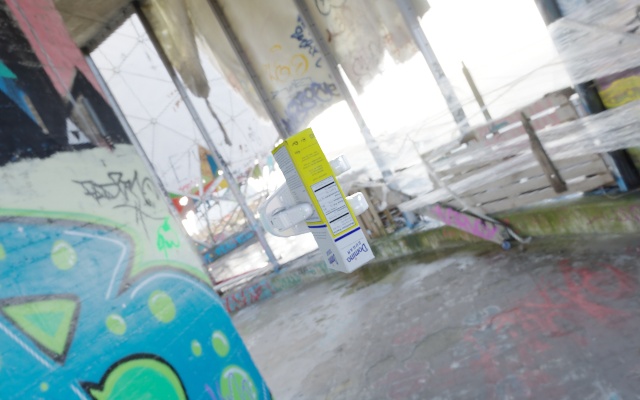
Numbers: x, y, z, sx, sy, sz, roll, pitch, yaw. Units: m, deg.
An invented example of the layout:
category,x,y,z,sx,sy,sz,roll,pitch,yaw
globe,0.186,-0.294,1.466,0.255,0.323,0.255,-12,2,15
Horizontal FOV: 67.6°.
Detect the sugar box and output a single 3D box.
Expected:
category,x,y,z,sx,sy,sz,roll,pitch,yaw
sugar box,0.000,0.002,0.602,0.048,0.176,0.093,-29,5,-15
